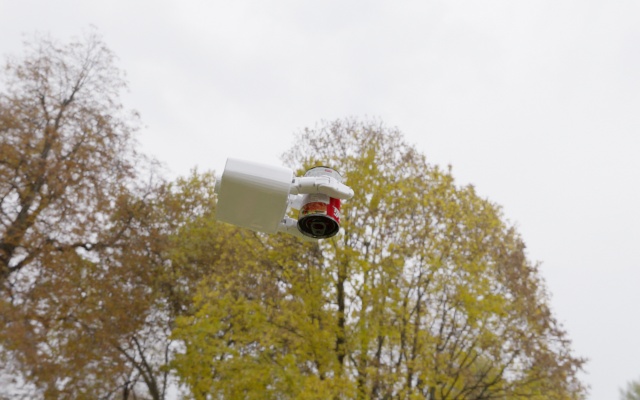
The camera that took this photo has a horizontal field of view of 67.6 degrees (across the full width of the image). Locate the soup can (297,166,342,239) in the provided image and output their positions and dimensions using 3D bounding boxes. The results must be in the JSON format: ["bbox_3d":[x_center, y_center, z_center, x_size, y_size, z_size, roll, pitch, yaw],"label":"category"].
[{"bbox_3d":[0.001,0.002,0.785,0.068,0.102,0.069,4,-37,3],"label":"soup can"}]
